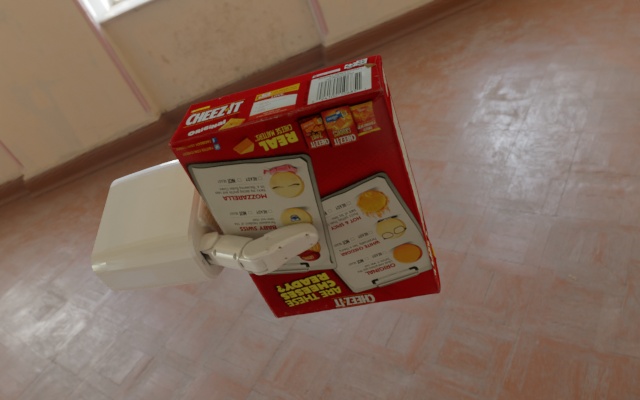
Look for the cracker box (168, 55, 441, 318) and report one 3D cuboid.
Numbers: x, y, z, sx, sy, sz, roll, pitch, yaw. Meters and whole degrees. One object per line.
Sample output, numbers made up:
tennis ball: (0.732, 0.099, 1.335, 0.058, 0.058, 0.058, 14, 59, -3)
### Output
cracker box: (0.000, 0.001, 0.412, 0.164, 0.214, 0.072, -12, 38, 15)
